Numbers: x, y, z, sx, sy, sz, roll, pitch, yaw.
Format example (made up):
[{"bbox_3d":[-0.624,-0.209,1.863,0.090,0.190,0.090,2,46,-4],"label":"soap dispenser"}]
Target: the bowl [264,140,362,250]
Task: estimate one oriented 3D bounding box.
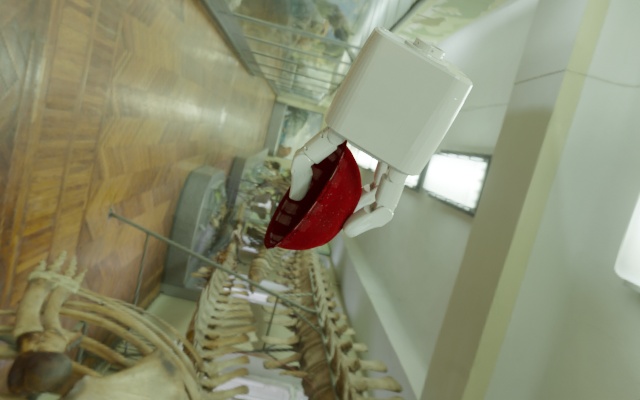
[{"bbox_3d":[0.000,0.003,0.571,0.055,0.162,0.162,35,-10,-15],"label":"bowl"}]
